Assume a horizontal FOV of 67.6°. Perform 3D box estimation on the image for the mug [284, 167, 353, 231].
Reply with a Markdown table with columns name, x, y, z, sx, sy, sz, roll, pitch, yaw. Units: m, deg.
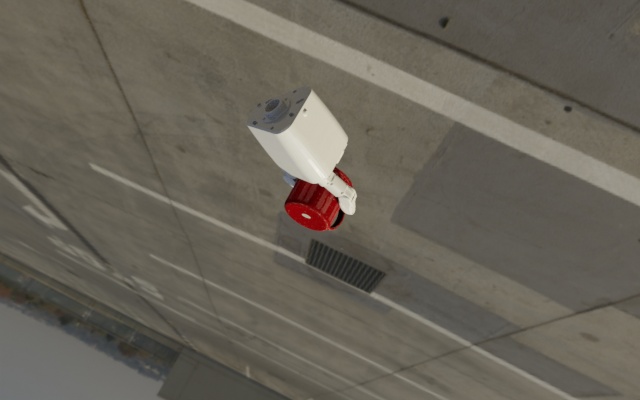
| name | x | y | z | sx | sy | sz | roll | pitch | yaw |
| --- | --- | --- | --- | --- | --- | --- | --- | --- | --- |
| mug | 0.001 | 0.004 | 0.777 | 0.093 | 0.081 | 0.117 | 4 | -35 | 42 |
